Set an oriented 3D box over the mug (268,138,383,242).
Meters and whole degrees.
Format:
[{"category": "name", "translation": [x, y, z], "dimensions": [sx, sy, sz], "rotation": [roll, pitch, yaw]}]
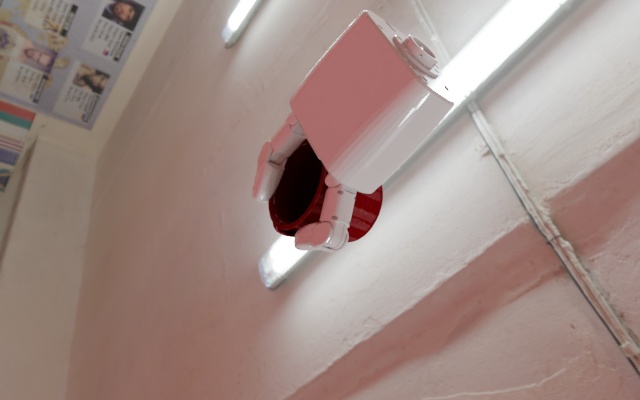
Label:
[{"category": "mug", "translation": [-0.001, 0.003, 0.480], "dimensions": [0.081, 0.093, 0.117], "rotation": [20, -52, -33]}]
